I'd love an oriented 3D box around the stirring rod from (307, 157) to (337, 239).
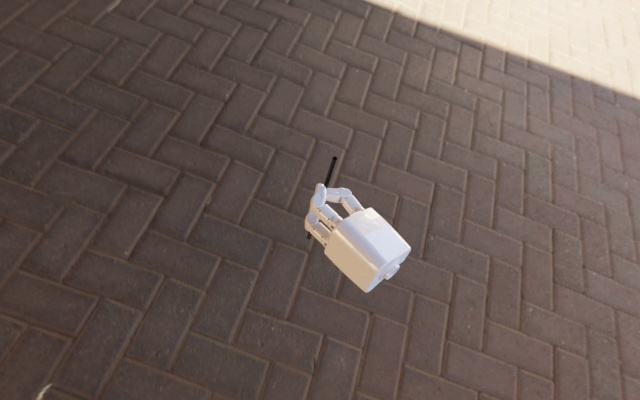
[{"bbox_3d":[0.000,0.003,0.897,0.011,0.011,0.240,0,-38,-15],"label":"stirring rod"}]
